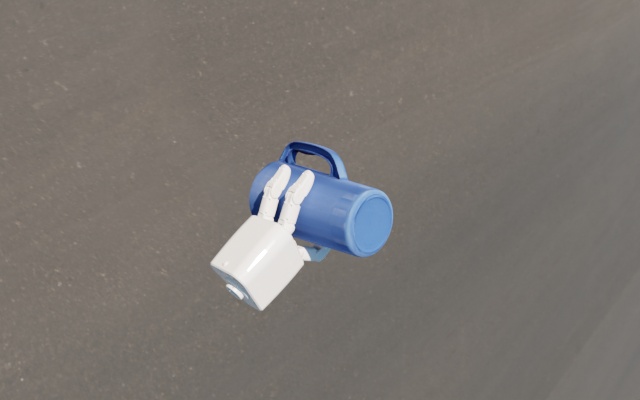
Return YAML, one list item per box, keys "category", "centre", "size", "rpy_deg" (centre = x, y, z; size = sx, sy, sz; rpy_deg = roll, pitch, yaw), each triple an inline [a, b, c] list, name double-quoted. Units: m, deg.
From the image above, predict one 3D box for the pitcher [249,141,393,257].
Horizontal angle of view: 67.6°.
- category: "pitcher"
  centre: [0.000, 0.003, 0.806]
  size: [0.243, 0.149, 0.145]
  rpy_deg: [16, 54, 45]
